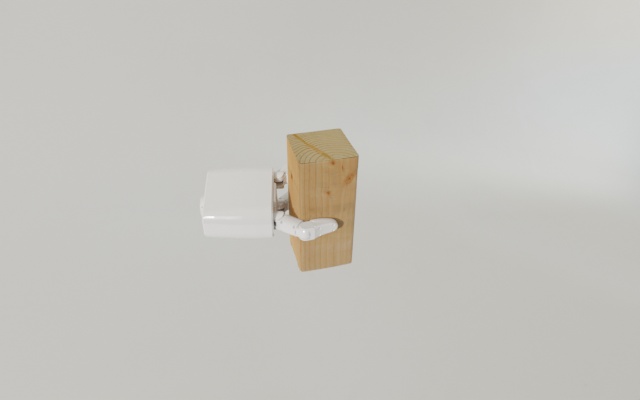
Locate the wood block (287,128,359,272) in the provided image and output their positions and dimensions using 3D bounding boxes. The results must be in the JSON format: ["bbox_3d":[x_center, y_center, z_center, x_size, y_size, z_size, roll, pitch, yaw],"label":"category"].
[{"bbox_3d":[0.000,0.003,0.758,0.090,0.206,0.090,-8,37,-12],"label":"wood block"}]
